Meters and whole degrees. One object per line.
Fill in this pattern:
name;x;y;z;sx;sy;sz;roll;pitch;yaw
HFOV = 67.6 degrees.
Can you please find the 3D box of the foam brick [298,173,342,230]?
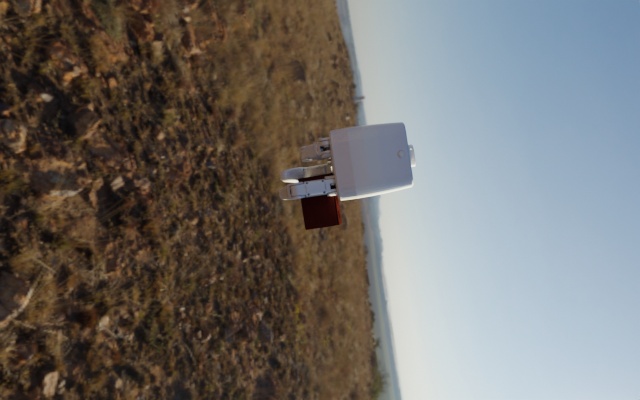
foam brick;0.000;0.003;0.707;0.051;0.078;0.053;-8;-1;6
